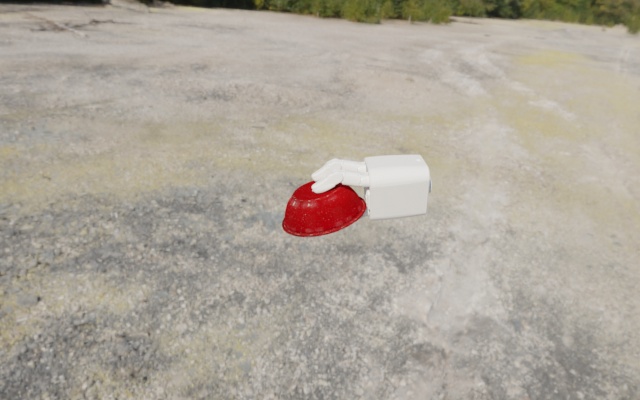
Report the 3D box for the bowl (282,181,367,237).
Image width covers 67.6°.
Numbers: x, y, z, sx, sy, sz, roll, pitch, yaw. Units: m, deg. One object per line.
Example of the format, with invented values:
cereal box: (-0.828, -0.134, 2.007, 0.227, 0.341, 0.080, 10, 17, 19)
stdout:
bowl: (-0.001, 0.003, 0.872, 0.162, 0.055, 0.162, -13, 24, 6)
